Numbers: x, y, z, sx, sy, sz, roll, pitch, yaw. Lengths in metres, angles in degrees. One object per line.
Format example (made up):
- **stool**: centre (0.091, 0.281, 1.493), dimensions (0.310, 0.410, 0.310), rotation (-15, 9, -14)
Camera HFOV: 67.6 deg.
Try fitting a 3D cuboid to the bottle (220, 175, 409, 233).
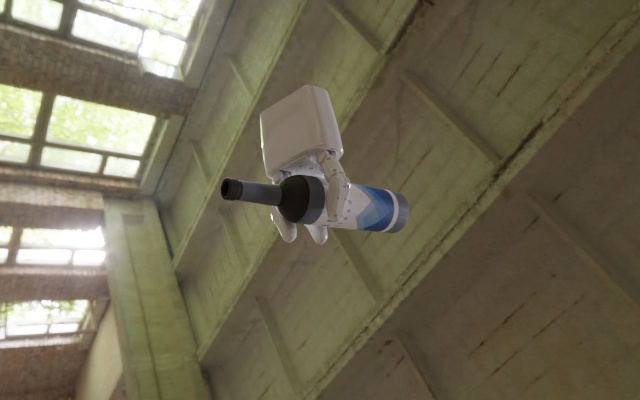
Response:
- **bottle**: centre (0.000, 0.002, 0.666), dimensions (0.296, 0.069, 0.069), rotation (8, -5, -38)
